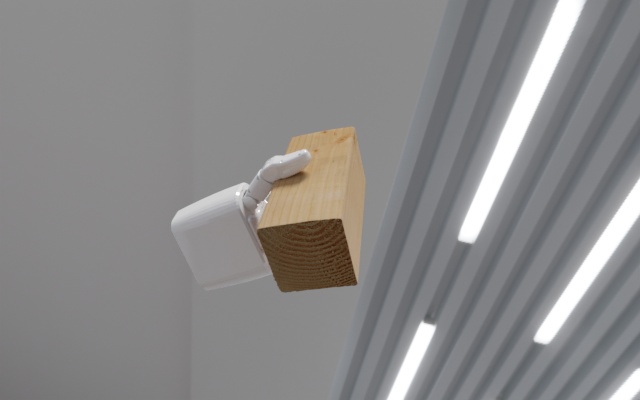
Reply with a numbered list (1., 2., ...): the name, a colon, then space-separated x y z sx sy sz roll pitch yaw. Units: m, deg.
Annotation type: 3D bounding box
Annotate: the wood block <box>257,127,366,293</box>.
1. wood block: 0.000 0.002 0.571 0.090 0.091 0.206 -8 33 13
